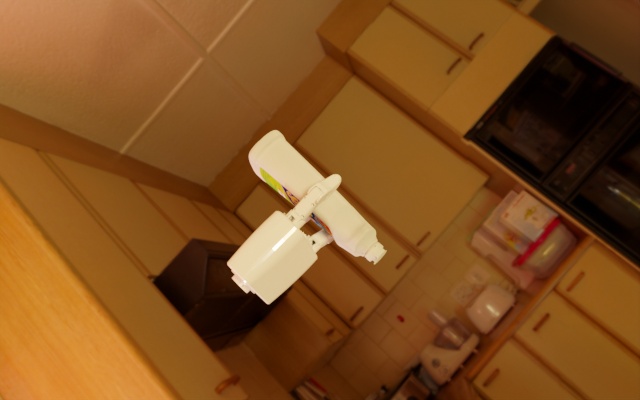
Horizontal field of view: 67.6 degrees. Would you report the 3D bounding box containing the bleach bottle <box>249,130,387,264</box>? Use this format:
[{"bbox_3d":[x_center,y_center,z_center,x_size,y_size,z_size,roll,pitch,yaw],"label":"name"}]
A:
[{"bbox_3d":[0.000,0.002,0.744,0.250,0.068,0.103,42,-13,16],"label":"bleach bottle"}]
